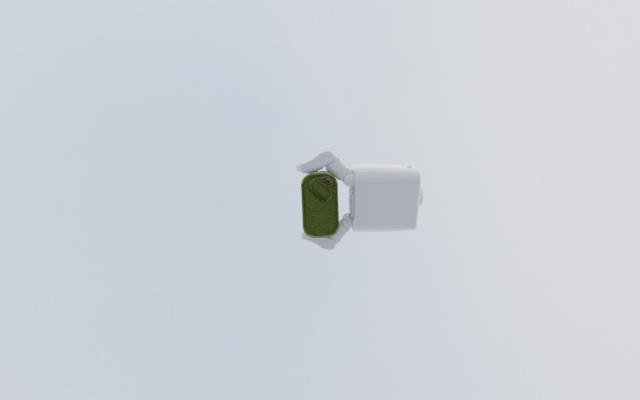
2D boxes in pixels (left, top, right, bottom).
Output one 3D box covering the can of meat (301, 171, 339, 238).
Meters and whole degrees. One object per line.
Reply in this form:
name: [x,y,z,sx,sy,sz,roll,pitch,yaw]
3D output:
can of meat: [0.000,0.003,0.781,0.057,0.102,0.084,-2,8,1]
